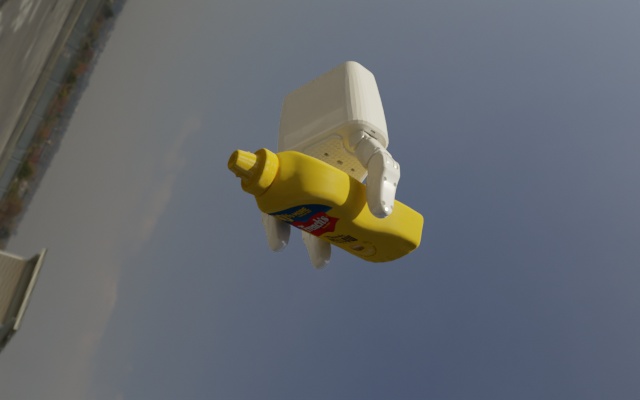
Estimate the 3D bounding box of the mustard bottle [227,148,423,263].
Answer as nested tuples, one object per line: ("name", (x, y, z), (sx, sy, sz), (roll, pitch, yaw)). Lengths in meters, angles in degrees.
("mustard bottle", (0.000, 0.002, 0.448), (0.192, 0.058, 0.096), (27, -23, -31))
